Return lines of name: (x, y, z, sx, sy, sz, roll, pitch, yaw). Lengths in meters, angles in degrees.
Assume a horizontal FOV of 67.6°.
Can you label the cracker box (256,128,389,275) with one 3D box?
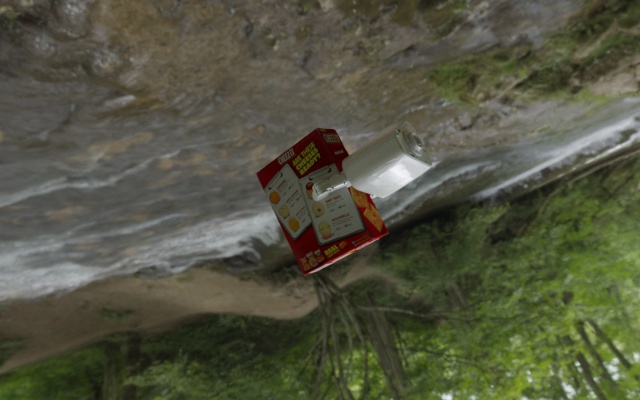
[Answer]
cracker box: (0.000, 0.003, 0.861, 0.164, 0.213, 0.072, -32, -12, 31)
